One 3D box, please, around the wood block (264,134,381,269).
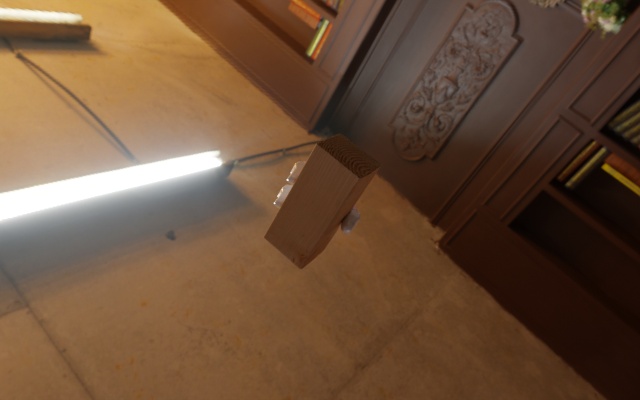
[{"bbox_3d":[0.000,0.003,0.803,0.091,0.206,0.090,39,32,12],"label":"wood block"}]
